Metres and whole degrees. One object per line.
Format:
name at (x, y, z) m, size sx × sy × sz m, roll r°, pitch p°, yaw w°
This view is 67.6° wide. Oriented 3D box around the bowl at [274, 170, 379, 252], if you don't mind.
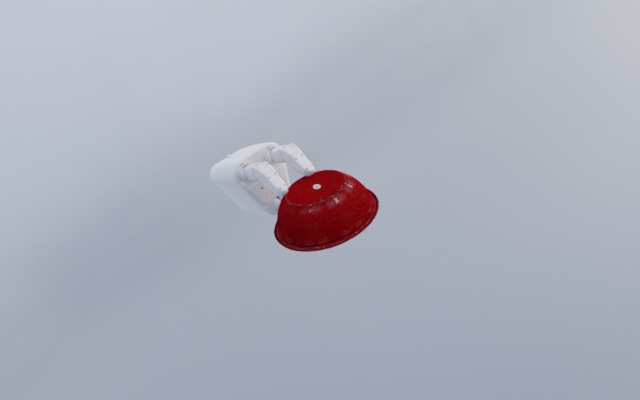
bowl at (0.001, 0.002, 0.692) m, size 0.162 × 0.055 × 0.162 m, roll -15°, pitch 31°, yaw 9°
